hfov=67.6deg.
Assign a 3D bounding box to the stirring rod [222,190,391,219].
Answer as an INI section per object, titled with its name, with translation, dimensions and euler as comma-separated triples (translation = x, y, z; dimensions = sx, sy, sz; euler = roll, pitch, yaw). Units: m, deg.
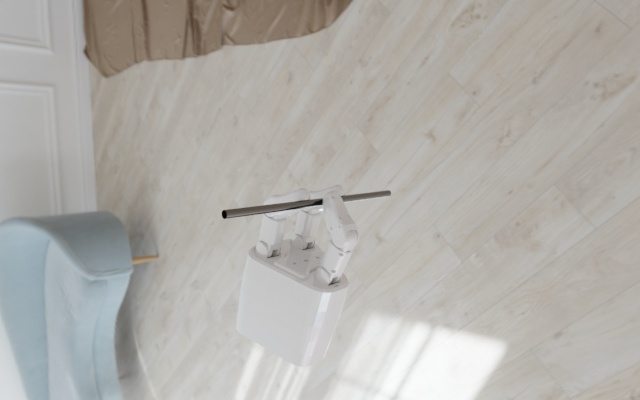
[stirring rod]
translation = 0.000, 0.002, 0.499
dimensions = 0.011, 0.011, 0.239
euler = 0, 5, 44
